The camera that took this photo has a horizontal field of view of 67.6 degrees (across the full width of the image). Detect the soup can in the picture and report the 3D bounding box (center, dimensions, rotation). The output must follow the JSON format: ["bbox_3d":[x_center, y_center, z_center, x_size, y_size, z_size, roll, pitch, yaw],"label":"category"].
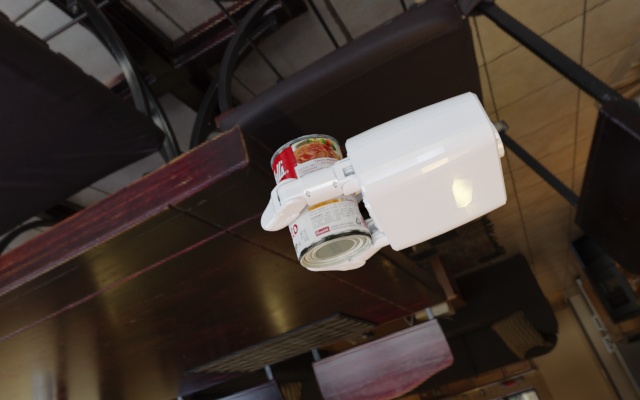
[{"bbox_3d":[0.000,0.002,0.431,0.068,0.102,0.068,-14,-26,-7],"label":"soup can"}]
